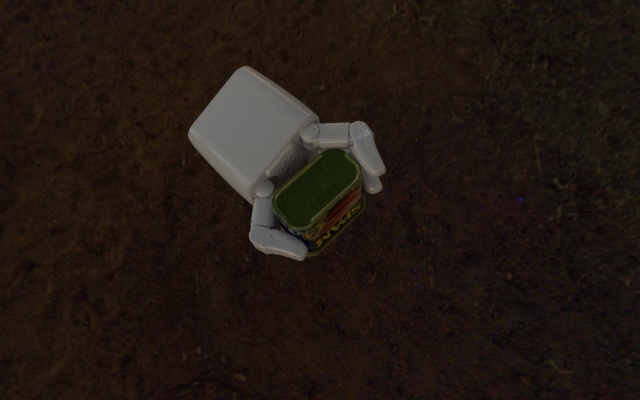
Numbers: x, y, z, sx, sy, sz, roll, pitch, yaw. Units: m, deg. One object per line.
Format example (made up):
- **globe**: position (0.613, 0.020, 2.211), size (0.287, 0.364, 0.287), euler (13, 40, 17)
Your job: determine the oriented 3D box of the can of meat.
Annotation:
- **can of meat**: position (0.000, 0.002, 0.507), size (0.057, 0.102, 0.084), euler (43, -12, 20)
